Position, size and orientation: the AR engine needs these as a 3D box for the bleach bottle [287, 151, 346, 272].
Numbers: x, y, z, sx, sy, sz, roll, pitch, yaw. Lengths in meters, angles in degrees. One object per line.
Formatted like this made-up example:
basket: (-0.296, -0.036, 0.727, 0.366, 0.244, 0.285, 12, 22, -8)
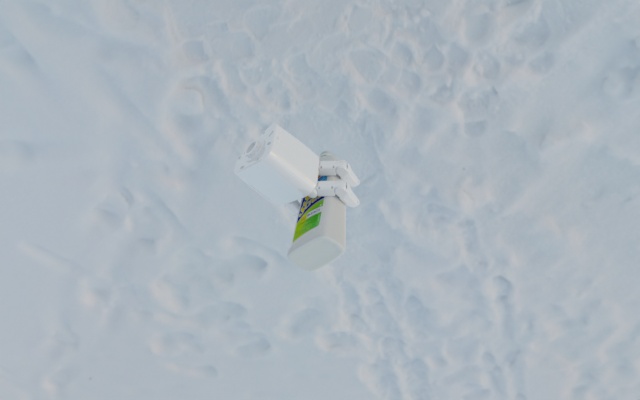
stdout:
bleach bottle: (0.000, 0.003, 0.881, 0.102, 0.250, 0.068, -33, -56, 31)
